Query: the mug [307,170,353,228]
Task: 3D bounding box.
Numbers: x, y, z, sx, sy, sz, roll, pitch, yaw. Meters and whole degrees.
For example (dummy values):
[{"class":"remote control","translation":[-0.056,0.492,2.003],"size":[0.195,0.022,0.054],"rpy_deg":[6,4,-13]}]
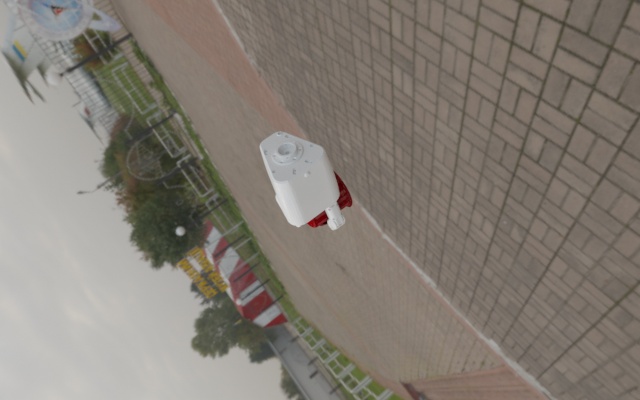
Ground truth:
[{"class":"mug","translation":[0.000,0.004,0.873],"size":[0.081,0.117,0.093],"rpy_deg":[-35,52,-14]}]
